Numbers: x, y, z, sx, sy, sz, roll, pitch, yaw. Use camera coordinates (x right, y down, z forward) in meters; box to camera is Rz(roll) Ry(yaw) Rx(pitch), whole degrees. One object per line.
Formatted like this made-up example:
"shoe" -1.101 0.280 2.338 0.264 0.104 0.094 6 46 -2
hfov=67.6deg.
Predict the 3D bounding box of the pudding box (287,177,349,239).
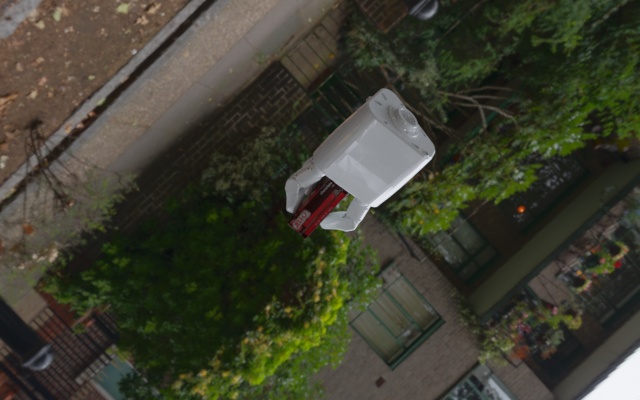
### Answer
"pudding box" 0.000 0.002 0.690 0.039 0.090 0.113 44 9 -1
